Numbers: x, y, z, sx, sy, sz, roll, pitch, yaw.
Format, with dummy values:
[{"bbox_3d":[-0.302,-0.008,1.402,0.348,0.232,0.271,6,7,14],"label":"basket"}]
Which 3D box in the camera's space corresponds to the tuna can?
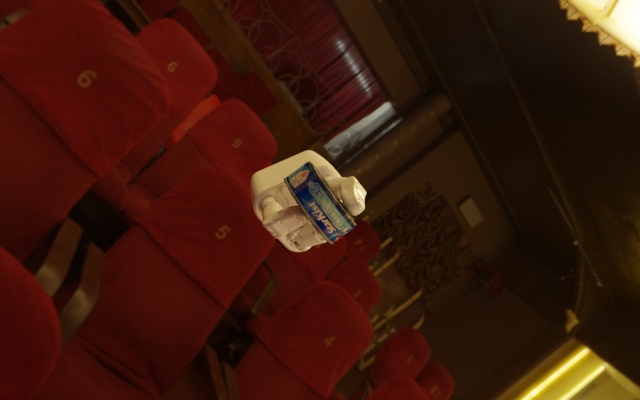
[{"bbox_3d":[0.001,0.001,0.499,0.034,0.086,0.086,-36,-3,4],"label":"tuna can"}]
